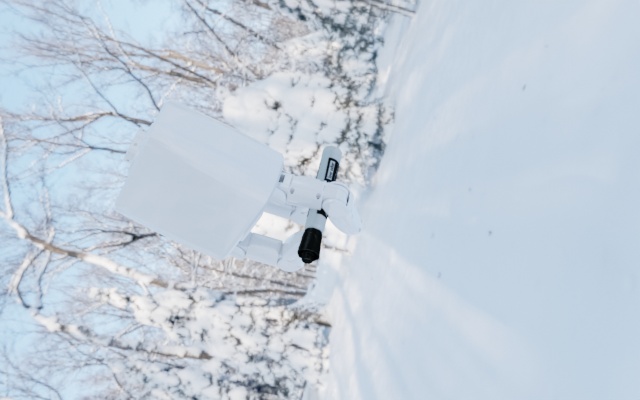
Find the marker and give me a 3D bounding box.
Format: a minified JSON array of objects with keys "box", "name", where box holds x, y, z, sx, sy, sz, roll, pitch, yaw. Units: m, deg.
[{"box":[0.000,0.001,0.419,0.020,0.121,0.020,9,-36,6],"name":"marker"}]
